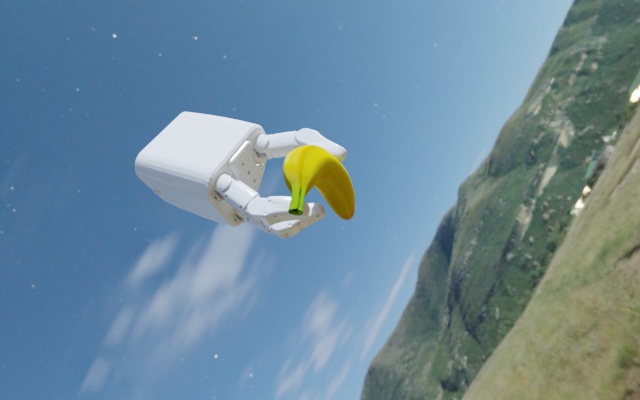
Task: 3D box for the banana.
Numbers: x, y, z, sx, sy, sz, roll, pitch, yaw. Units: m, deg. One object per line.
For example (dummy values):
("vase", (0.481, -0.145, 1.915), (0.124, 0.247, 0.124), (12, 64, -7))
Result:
("banana", (0.001, -0.017, 0.483), (0.037, 0.069, 0.198), (5, -2, 19))
